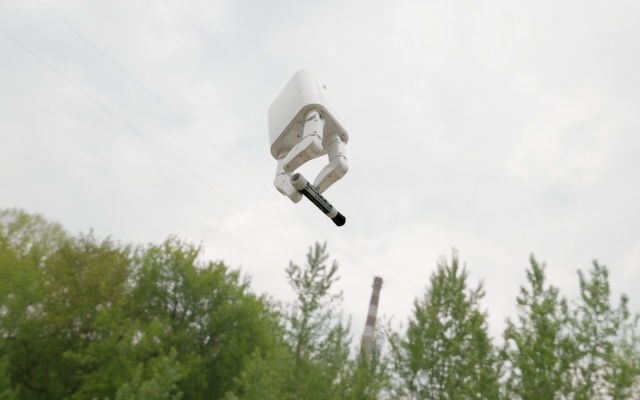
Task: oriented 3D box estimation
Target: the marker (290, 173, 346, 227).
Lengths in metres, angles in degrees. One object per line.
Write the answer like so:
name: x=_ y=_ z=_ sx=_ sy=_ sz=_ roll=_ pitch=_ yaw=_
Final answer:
marker: x=0.000 y=0.002 z=0.667 sx=0.020 sy=0.020 sz=0.121 roll=0 pitch=-32 yaw=40
